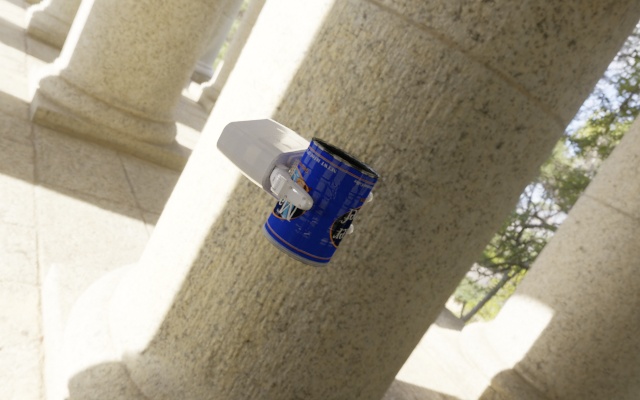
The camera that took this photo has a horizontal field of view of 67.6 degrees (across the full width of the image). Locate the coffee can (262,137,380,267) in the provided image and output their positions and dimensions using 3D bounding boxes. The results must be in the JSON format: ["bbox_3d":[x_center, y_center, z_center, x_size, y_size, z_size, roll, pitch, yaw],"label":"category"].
[{"bbox_3d":[0.000,0.002,0.634,0.103,0.140,0.102,28,12,-7],"label":"coffee can"}]
